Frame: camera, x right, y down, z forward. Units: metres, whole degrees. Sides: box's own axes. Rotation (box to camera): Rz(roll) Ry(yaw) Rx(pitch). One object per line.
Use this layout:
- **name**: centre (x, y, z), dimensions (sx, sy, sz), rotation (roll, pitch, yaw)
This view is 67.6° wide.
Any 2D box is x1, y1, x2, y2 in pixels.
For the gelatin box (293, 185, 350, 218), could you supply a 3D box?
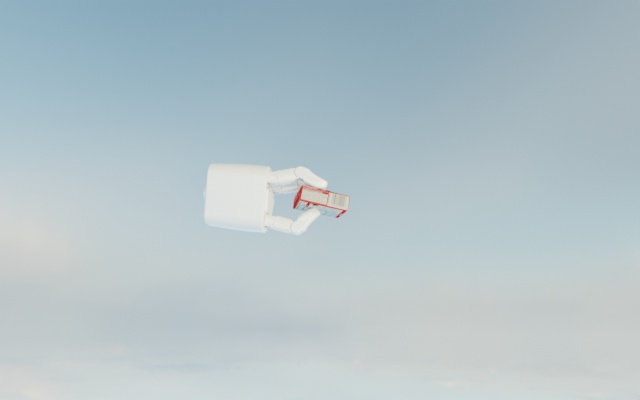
- **gelatin box**: centre (0.000, 0.003, 0.842), dimensions (0.089, 0.030, 0.073), rotation (13, -15, -8)
